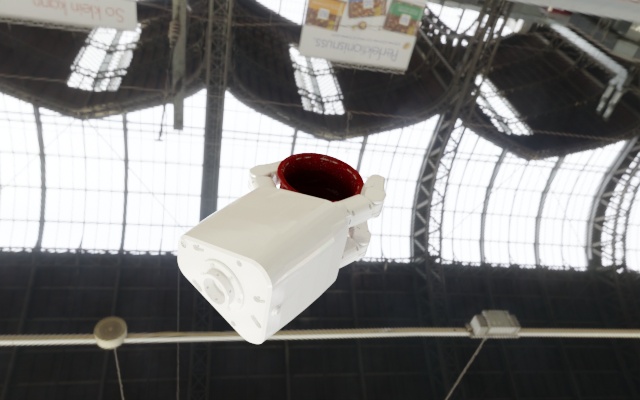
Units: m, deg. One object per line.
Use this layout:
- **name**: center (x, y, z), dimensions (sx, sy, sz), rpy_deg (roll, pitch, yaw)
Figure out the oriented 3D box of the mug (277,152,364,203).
- **mug**: center (0.001, 0.001, 0.530), dimensions (0.093, 0.082, 0.117), rpy_deg (32, 39, 23)
